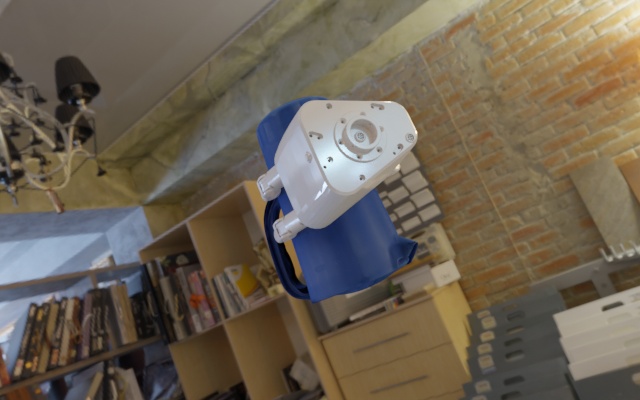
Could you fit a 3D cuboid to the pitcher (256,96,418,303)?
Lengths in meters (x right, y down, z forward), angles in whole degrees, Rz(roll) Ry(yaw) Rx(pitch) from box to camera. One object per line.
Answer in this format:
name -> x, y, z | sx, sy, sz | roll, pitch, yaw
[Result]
pitcher -> 0.000, 0.002, 0.608 | 0.149, 0.242, 0.145 | -19, -11, -17
